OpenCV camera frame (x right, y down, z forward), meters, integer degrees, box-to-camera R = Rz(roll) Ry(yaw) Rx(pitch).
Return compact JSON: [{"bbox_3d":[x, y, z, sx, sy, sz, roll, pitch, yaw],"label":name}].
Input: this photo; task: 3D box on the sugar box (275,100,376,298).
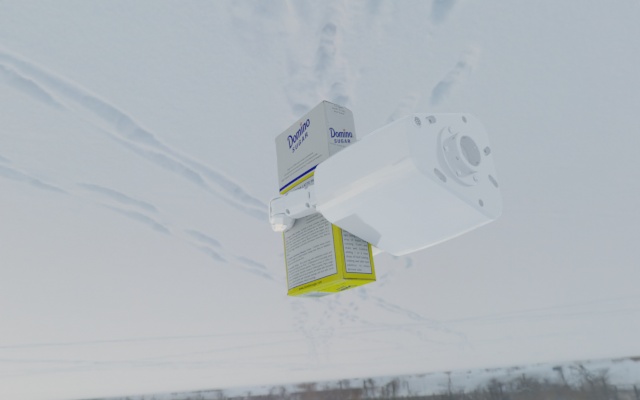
[{"bbox_3d":[0.001,0.002,0.474,0.048,0.176,0.093,12,-25,-35],"label":"sugar box"}]
